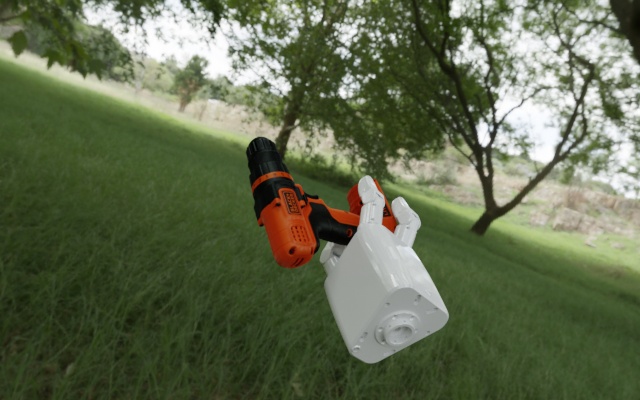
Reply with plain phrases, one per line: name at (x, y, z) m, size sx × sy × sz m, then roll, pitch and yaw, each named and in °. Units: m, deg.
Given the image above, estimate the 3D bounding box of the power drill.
power drill at (0.001, 0.002, 0.614) m, size 0.187 × 0.184 × 0.057 m, roll 5°, pitch -38°, yaw -35°
